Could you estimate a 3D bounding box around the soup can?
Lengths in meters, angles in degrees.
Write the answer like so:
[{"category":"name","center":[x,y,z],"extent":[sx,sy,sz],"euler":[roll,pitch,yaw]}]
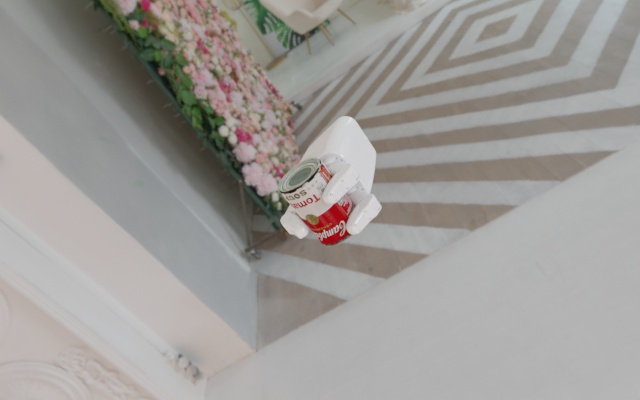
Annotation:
[{"category":"soup can","center":[0.000,0.002,0.634],"extent":[0.068,0.102,0.068],"euler":[-29,27,17]}]
